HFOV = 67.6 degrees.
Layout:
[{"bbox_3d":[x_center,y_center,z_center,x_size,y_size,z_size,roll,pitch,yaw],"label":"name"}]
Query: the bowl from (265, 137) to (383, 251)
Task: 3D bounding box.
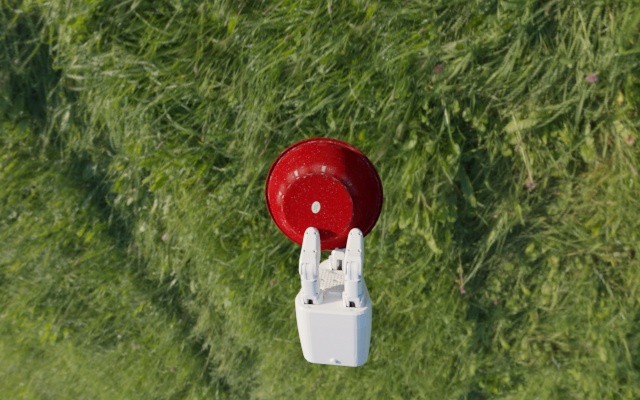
[{"bbox_3d":[0.000,0.001,0.620,0.162,0.162,0.055,0,18,9],"label":"bowl"}]
